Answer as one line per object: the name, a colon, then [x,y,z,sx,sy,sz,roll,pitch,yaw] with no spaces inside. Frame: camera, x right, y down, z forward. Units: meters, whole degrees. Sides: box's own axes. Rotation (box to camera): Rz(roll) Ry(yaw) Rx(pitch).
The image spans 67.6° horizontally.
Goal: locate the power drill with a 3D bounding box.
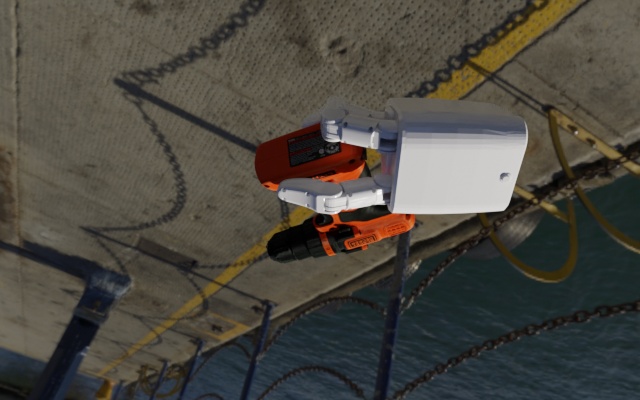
power drill: [0.000,0.001,0.521,0.184,0.057,0.188,-19,-34,10]
